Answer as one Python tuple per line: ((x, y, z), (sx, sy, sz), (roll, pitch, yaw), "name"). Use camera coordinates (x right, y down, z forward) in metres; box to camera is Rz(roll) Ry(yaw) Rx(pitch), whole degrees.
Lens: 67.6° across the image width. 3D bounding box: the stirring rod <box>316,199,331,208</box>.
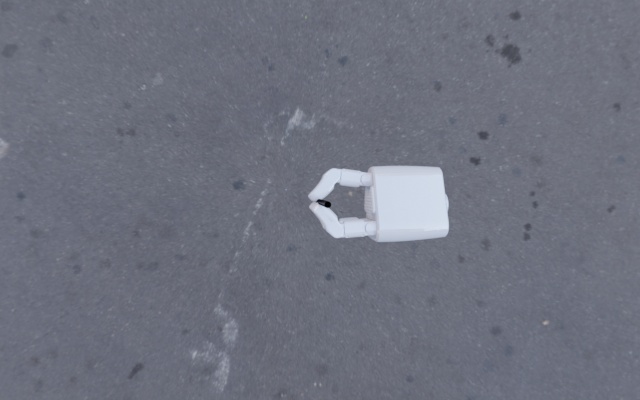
((0.000, 0.002, 0.678), (0.011, 0.011, 0.239), (0, 1, -4), "stirring rod")
